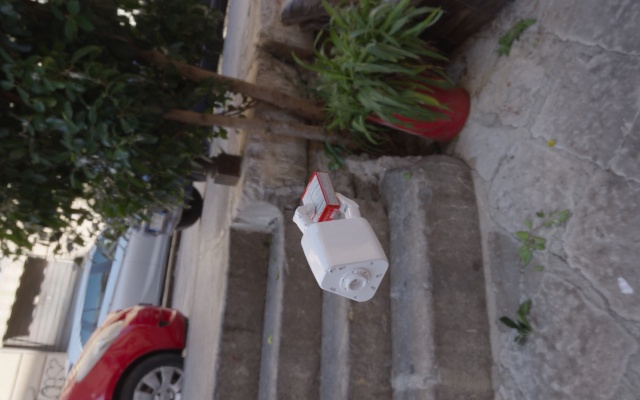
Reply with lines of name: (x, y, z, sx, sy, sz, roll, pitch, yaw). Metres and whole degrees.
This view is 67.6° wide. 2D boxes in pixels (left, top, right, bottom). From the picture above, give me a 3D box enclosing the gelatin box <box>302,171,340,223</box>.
gelatin box: (0.000, 0.003, 0.880, 0.030, 0.089, 0.073, 4, -44, -27)
